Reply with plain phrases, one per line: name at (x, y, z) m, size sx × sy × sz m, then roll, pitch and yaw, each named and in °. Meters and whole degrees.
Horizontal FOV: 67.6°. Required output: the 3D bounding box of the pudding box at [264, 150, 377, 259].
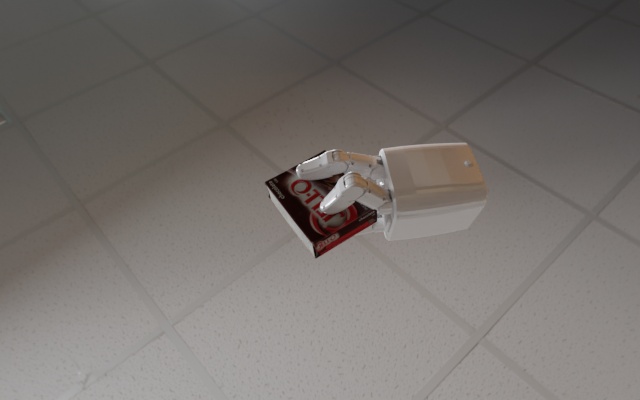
pudding box at (0.000, 0.002, 0.569) m, size 0.090 × 0.039 × 0.113 m, roll -29°, pitch 53°, yaw -18°
